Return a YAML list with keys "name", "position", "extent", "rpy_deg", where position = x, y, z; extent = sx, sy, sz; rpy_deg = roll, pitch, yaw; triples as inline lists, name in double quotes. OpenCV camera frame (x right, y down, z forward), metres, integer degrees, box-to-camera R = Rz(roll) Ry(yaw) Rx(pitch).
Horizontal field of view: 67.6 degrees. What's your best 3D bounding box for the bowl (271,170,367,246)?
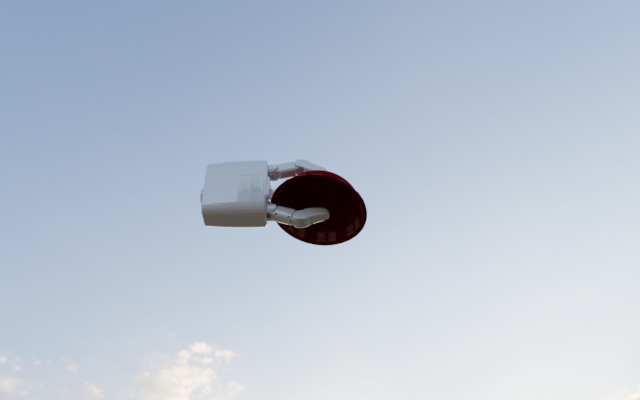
- name: "bowl"
  position: [0.001, 0.003, 0.808]
  extent: [0.162, 0.162, 0.055]
  rpy_deg: [0, 42, 11]
